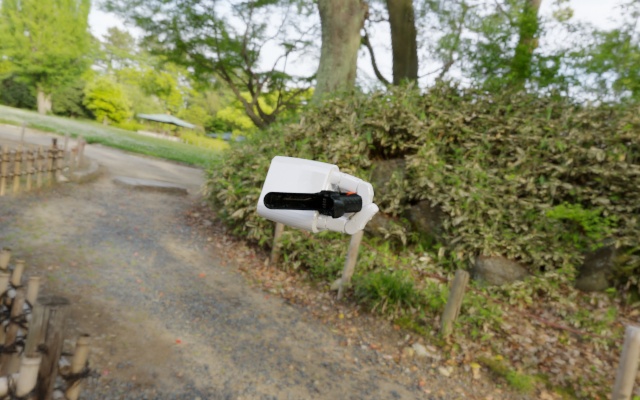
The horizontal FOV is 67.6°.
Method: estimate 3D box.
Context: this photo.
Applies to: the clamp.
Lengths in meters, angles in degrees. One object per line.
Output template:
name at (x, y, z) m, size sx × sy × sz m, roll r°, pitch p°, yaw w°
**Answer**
clamp at (0.000, 0.002, 0.686) m, size 0.120 × 0.039 × 0.171 m, roll 13°, pitch 5°, yaw 20°
